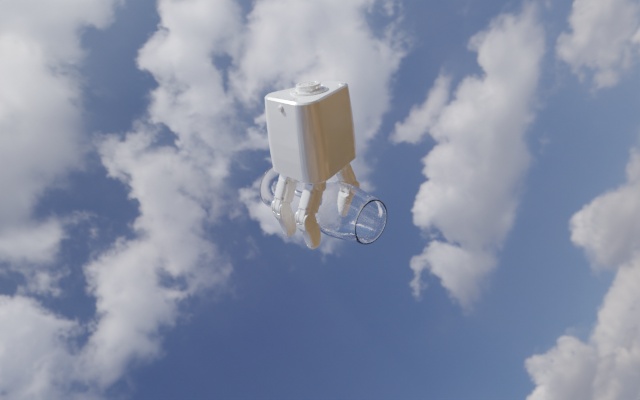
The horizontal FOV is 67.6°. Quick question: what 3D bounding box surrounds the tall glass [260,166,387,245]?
[{"bbox_3d":[0.000,0.002,0.687,0.079,0.079,0.201,0,15,-44],"label":"tall glass"}]
